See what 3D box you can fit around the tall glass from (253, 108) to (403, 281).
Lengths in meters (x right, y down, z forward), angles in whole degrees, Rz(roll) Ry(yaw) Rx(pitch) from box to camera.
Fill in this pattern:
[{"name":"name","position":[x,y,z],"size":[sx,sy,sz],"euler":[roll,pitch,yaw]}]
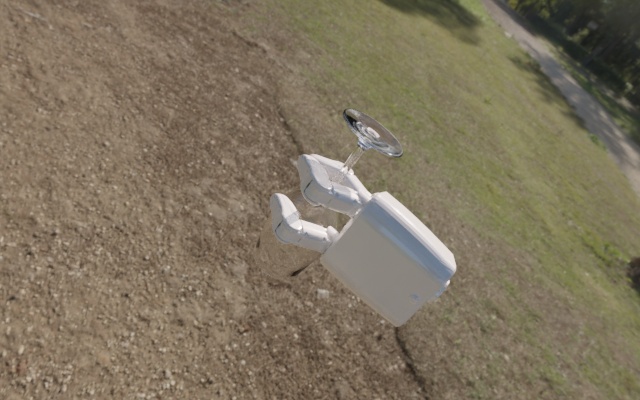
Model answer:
[{"name":"tall glass","position":[0.000,0.001,0.524],"size":[0.079,0.201,0.079],"euler":[28,29,-17]}]
